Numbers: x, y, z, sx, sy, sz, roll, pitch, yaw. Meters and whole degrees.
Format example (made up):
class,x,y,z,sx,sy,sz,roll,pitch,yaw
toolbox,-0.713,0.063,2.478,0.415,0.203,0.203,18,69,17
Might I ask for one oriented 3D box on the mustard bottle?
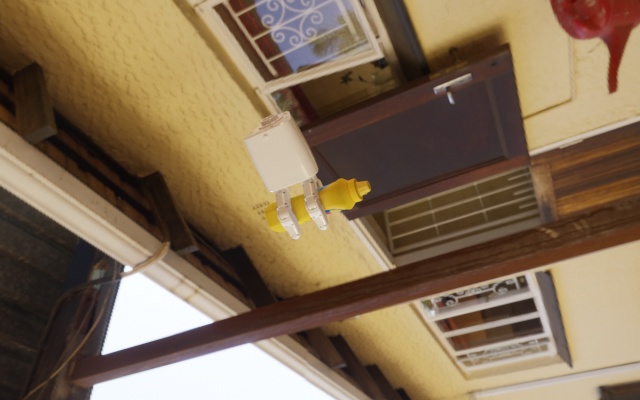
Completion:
class,x,y,z,sx,sy,sz,roll,pitch,yaw
mustard bottle,0.000,0.003,0.873,0.191,0.058,0.096,-20,-5,19
